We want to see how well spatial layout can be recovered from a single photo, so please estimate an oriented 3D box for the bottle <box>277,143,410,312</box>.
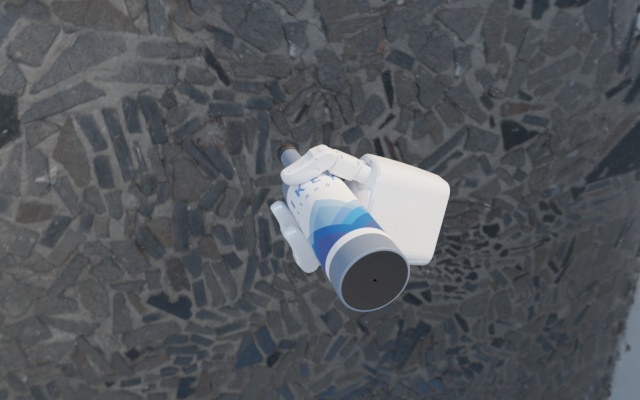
[{"bbox_3d":[0.000,0.002,0.526,0.069,0.069,0.295,0,27,-21],"label":"bottle"}]
